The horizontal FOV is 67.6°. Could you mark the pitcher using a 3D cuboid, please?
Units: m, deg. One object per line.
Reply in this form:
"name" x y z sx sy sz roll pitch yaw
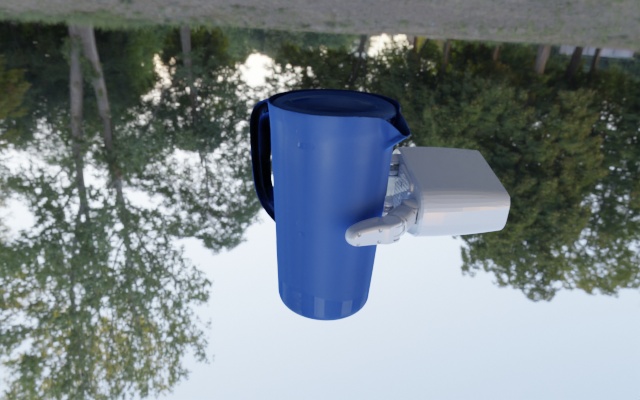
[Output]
"pitcher" 0.000 0.002 0.529 0.145 0.243 0.149 -2 24 -13
